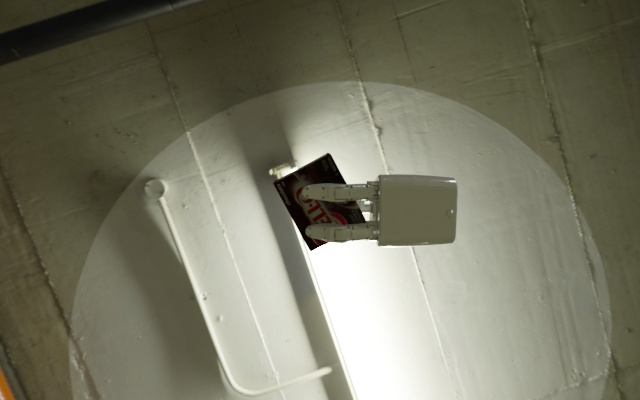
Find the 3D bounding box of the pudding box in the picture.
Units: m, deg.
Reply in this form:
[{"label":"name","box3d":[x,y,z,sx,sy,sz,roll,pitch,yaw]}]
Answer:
[{"label":"pudding box","box3d":[0.000,0.002,0.668,0.090,0.113,0.039,-28,6,5]}]
